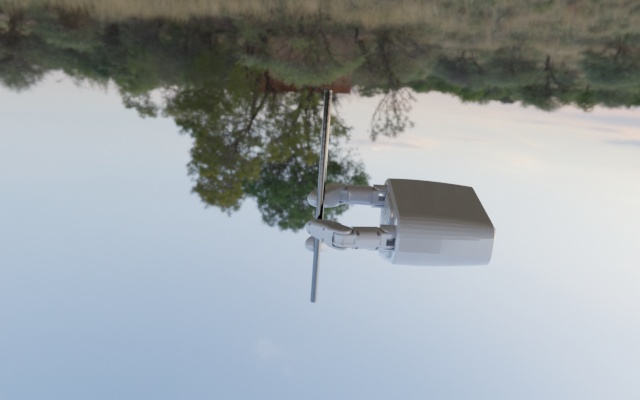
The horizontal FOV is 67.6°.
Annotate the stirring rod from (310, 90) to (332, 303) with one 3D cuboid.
[{"bbox_3d":[0.000,0.002,0.526,0.011,0.239,0.011,4,15,-1],"label":"stirring rod"}]
